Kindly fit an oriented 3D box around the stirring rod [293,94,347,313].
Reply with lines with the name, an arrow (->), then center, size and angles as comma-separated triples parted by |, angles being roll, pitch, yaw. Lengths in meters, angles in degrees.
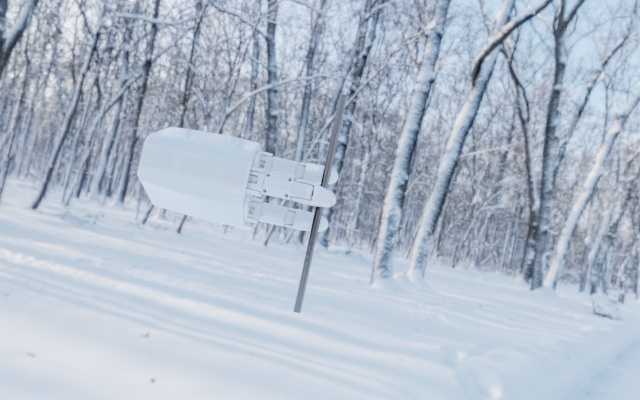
stirring rod -> 0.000, 0.002, 0.517 | 0.011, 0.239, 0.011 | 12, -4, 1
